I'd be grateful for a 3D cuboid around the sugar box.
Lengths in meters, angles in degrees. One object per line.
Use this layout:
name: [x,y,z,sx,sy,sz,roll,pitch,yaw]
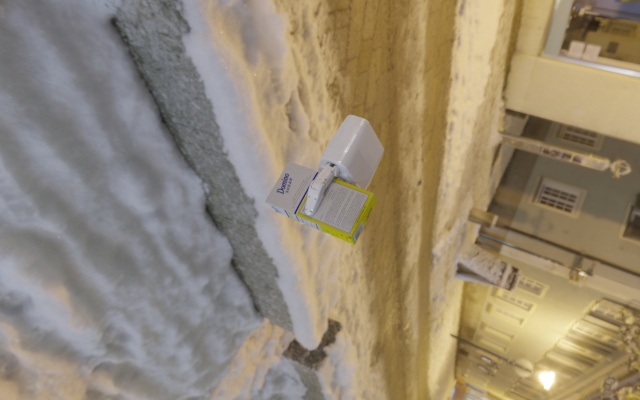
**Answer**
sugar box: [0.000,0.003,0.856,0.176,0.093,0.048,22,-19,23]
